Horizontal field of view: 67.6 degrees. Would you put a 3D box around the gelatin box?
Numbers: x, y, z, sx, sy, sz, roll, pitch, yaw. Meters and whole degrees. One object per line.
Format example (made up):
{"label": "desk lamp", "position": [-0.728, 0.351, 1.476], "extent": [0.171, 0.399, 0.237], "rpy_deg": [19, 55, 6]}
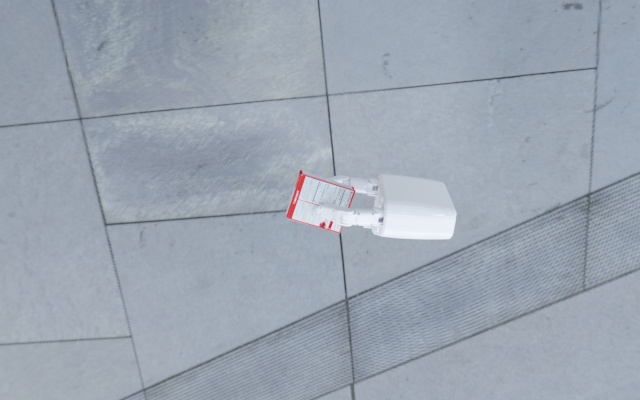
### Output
{"label": "gelatin box", "position": [0.000, 0.002, 0.726], "extent": [0.089, 0.073, 0.030], "rpy_deg": [16, 15, -11]}
